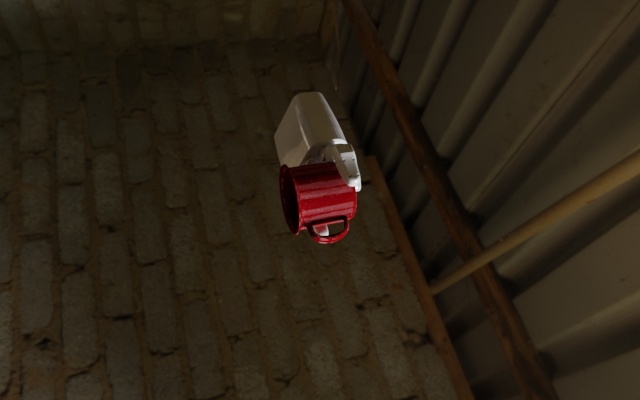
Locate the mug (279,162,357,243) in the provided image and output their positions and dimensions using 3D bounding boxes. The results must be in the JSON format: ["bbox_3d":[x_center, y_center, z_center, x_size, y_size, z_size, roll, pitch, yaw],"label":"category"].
[{"bbox_3d":[0.001,0.003,0.623,0.081,0.117,0.093,-10,-33,-17],"label":"mug"}]
